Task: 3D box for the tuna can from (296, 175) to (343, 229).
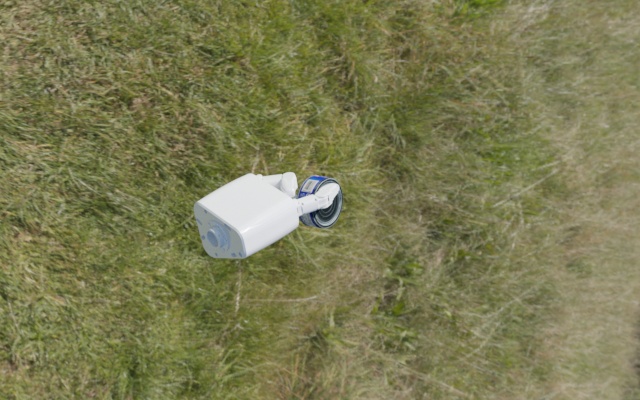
[{"bbox_3d":[0.001,0.003,0.784,0.034,0.086,0.086,10,6,38],"label":"tuna can"}]
